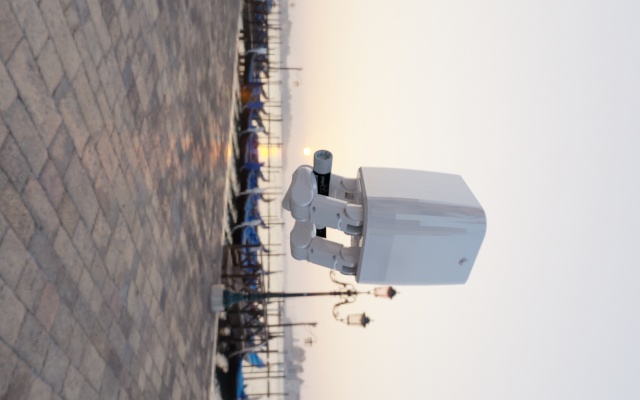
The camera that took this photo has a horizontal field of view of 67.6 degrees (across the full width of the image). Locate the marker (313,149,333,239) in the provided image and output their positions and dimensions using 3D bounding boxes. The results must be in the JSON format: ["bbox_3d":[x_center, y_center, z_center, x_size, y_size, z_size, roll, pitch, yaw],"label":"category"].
[{"bbox_3d":[0.000,0.002,0.484,0.020,0.121,0.020,2,43,-2],"label":"marker"}]
